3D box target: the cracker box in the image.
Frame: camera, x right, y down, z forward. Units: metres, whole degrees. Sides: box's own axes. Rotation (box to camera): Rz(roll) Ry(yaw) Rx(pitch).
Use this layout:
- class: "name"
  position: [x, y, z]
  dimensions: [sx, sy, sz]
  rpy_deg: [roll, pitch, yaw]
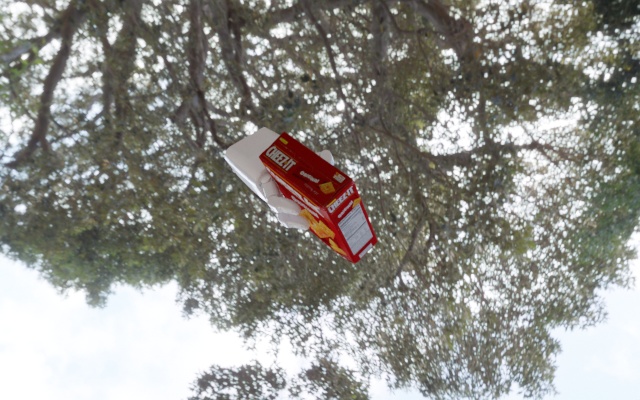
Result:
- class: "cracker box"
  position: [0.000, 0.003, 0.821]
  dimensions: [0.164, 0.072, 0.214]
  rpy_deg: [37, -13, 33]
